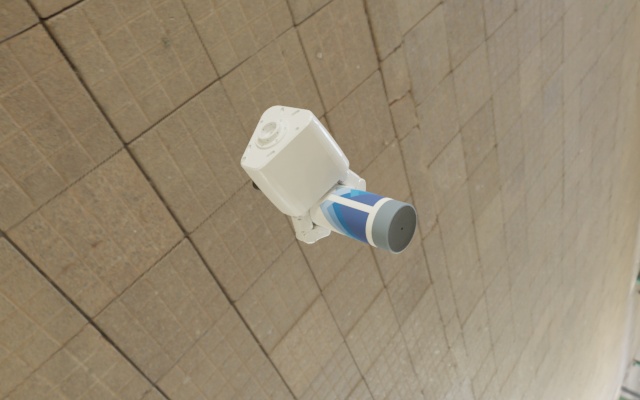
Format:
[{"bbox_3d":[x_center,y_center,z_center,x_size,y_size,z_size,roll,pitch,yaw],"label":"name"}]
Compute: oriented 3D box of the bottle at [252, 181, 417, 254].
[{"bbox_3d":[0.000,0.002,0.706,0.295,0.069,0.069,18,12,42],"label":"bottle"}]
